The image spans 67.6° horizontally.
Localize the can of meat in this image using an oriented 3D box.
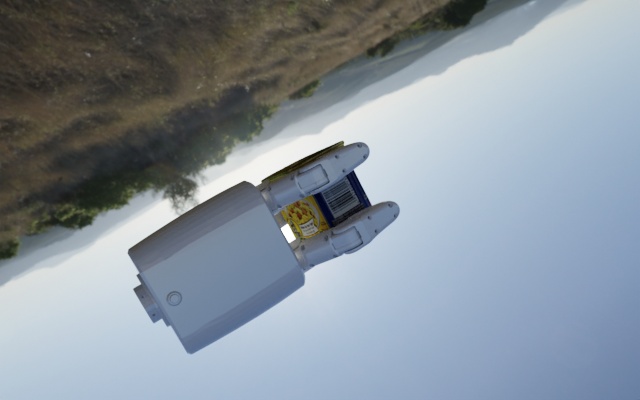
[{"bbox_3d":[0.000,0.002,0.434,0.057,0.084,0.102,-31,8,-26],"label":"can of meat"}]
